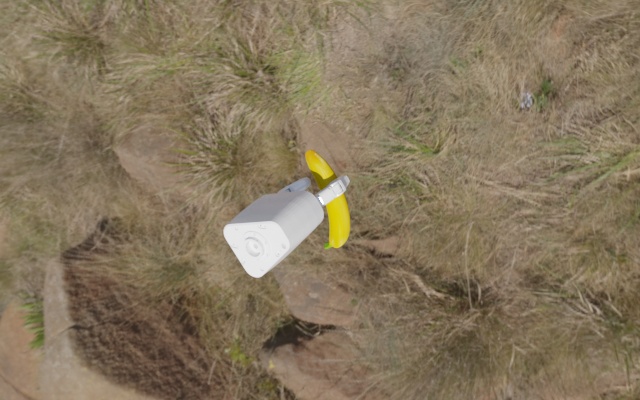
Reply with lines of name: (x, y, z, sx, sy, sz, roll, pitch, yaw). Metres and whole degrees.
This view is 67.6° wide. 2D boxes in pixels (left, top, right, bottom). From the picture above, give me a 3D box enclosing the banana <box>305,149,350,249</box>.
banana: (0.017, 0.007, 0.829, 0.069, 0.198, 0.037, 5, 27, 30)
